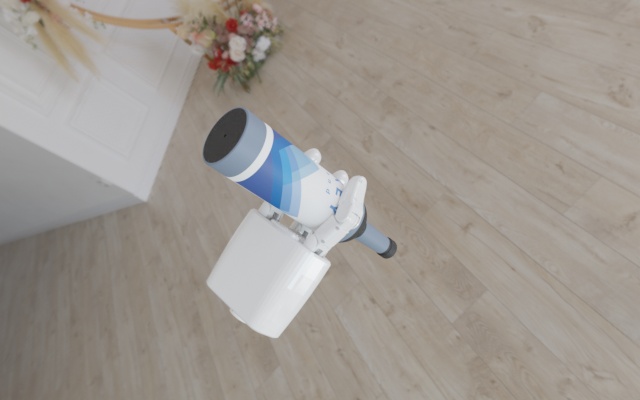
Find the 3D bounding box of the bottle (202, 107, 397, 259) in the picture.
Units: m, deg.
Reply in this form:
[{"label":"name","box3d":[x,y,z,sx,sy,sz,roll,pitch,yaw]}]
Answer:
[{"label":"bottle","box3d":[0.000,0.002,0.555,0.069,0.069,0.296,0,-26,45]}]
